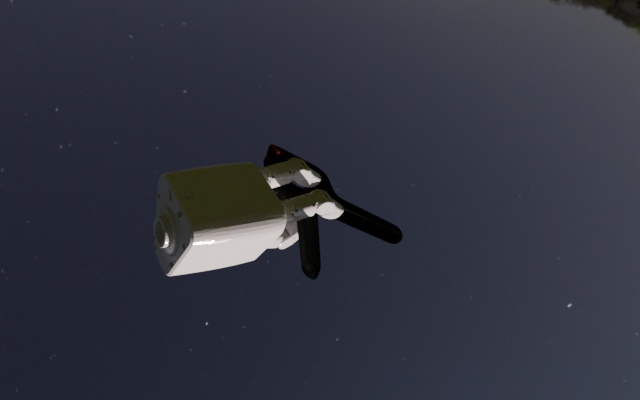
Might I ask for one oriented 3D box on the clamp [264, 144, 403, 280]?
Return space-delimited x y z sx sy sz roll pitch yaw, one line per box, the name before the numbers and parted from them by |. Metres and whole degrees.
clamp | -0.001 0.002 0.617 0.164 0.036 0.210 -8 49 -39
